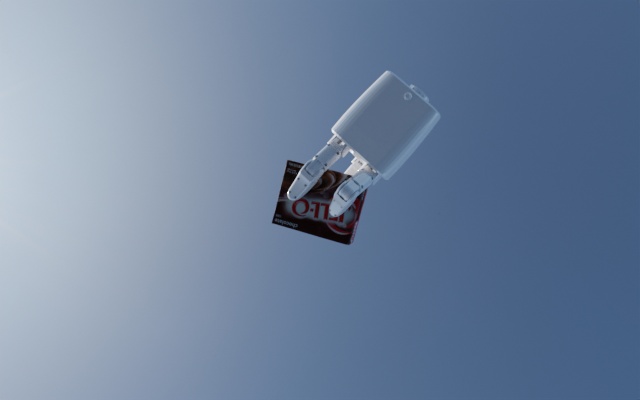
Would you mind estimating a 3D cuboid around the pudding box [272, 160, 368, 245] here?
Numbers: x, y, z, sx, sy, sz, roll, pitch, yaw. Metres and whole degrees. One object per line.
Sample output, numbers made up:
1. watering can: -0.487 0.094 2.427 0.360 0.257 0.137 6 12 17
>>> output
1. pudding box: 0.000 0.002 0.644 0.113 0.090 0.039 15 2 14
